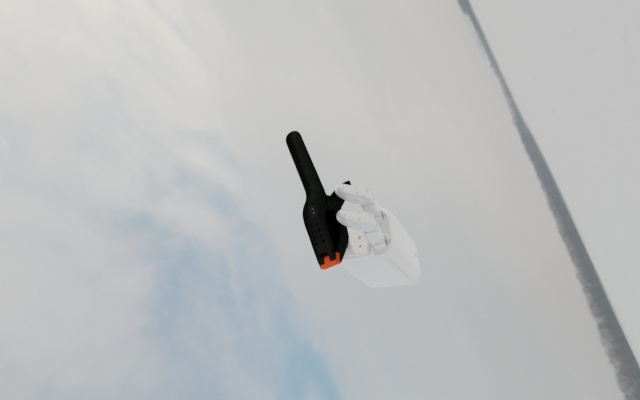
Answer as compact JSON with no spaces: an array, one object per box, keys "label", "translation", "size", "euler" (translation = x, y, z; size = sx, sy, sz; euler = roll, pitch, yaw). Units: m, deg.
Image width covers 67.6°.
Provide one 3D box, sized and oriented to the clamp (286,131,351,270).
[{"label":"clamp","translation":[0.000,0.003,0.712],"size":[0.036,0.209,0.165],"euler":[-26,-50,25]}]
